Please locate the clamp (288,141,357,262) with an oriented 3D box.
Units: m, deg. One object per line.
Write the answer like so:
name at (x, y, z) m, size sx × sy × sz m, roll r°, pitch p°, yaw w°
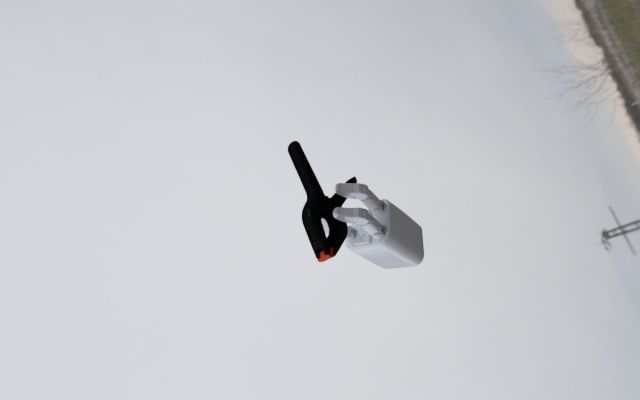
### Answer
clamp at (0.000, 0.004, 0.815) m, size 0.165 × 0.209 × 0.036 m, roll 33°, pitch -46°, yaw -30°
